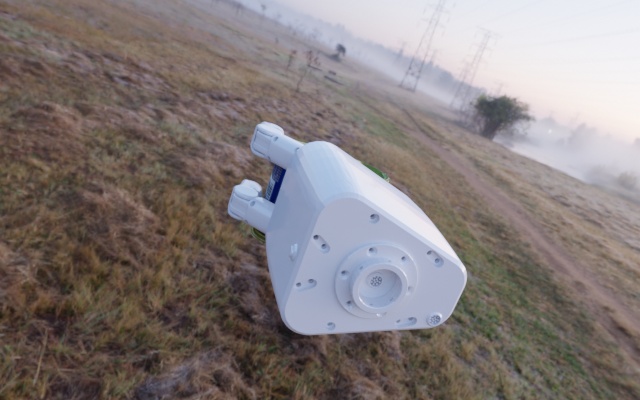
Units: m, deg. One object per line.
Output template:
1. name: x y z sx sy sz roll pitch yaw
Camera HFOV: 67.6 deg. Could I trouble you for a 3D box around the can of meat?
1. can of meat: 0.000 0.001 0.420 0.102 0.084 0.057 17 17 -11
